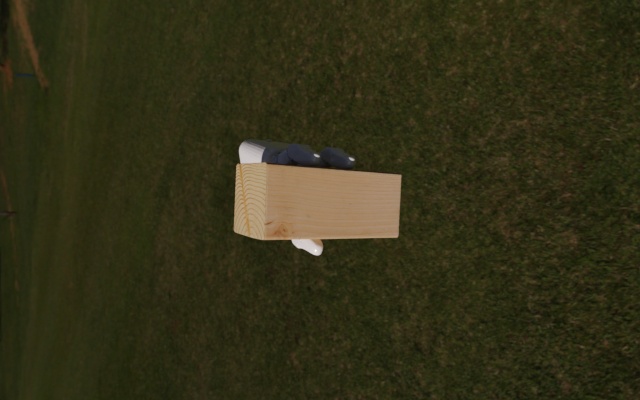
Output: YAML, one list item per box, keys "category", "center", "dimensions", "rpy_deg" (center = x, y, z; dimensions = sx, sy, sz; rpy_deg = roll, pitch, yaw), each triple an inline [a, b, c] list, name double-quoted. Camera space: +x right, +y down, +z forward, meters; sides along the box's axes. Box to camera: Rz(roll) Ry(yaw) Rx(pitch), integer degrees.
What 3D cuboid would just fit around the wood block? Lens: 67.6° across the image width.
- category: "wood block"
  center: [0.000, 0.002, 0.633]
  dimensions: [0.206, 0.091, 0.090]
  rpy_deg: [2, 2, -33]
